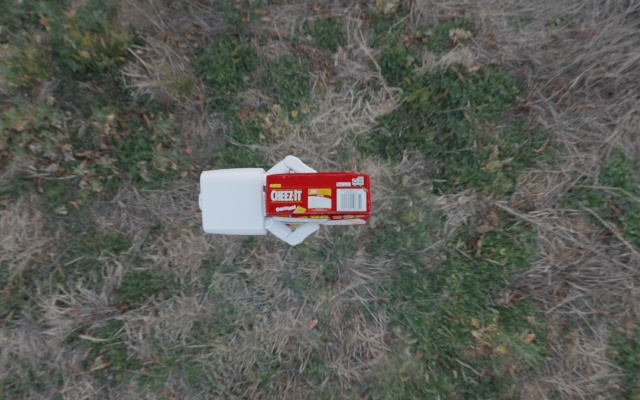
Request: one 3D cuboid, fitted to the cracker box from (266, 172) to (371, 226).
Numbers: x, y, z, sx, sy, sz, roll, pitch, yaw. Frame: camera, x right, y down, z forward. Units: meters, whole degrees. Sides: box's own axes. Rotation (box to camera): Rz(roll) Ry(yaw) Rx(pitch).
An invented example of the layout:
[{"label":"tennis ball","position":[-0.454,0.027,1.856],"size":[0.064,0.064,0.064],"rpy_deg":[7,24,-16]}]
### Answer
[{"label":"cracker box","position":[0.000,0.003,0.834],"size":[0.164,0.072,0.214],"rpy_deg":[-1,-7,2]}]
